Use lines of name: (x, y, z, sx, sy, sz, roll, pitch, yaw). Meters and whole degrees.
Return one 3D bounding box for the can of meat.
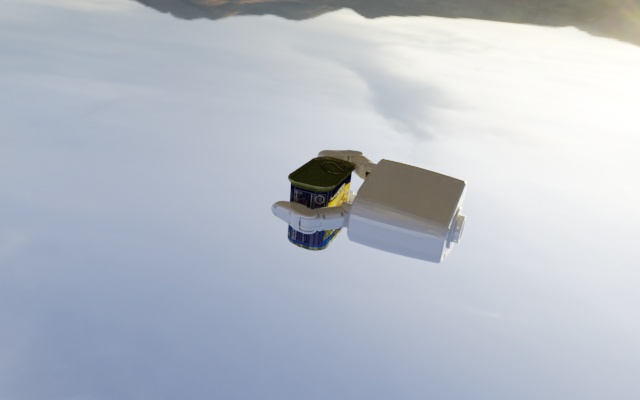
can of meat: (0.000, 0.002, 0.583, 0.057, 0.084, 0.102, 14, 26, 19)
